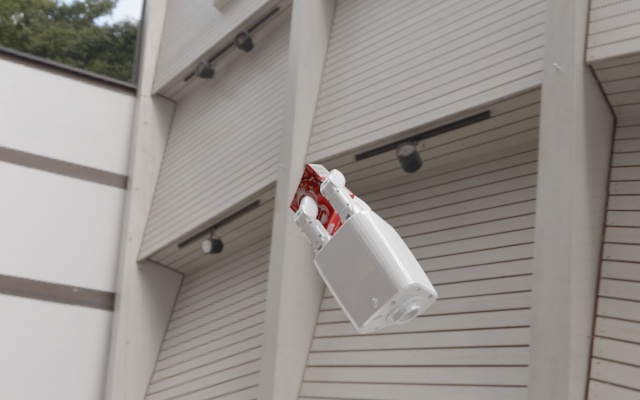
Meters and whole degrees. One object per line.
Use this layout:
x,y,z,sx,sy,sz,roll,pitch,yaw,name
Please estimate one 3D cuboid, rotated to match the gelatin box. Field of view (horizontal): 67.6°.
0.000,0.002,0.654,0.030,0.073,0.089,3,30,-39,gelatin box
